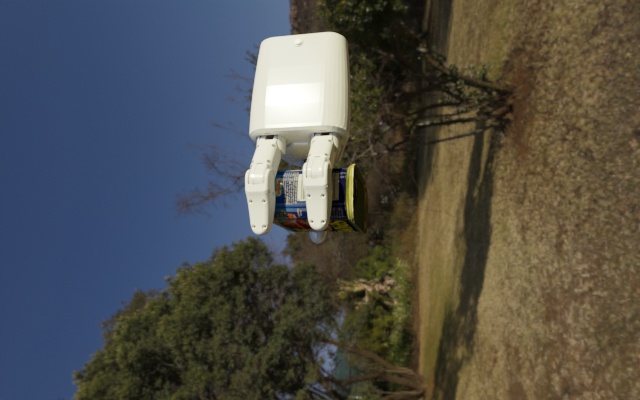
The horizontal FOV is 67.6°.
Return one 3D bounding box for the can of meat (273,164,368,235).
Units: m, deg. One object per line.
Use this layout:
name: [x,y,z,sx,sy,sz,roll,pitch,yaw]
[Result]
can of meat: [0.000,0.002,0.485,0.084,0.057,0.102,-1,-12,13]
